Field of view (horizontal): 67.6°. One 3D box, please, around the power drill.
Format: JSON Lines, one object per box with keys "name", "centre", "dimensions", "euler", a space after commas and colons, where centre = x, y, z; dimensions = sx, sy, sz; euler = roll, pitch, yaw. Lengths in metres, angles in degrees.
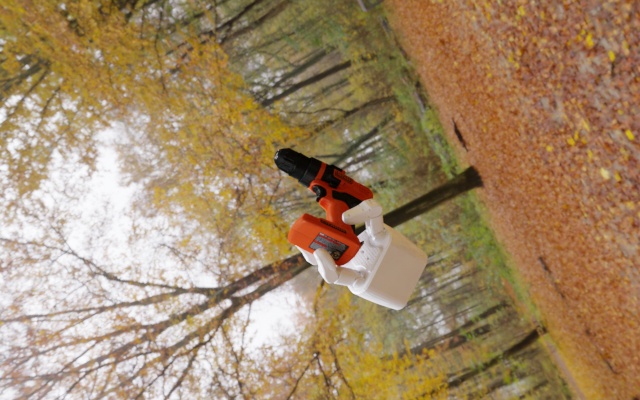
{"name": "power drill", "centre": [0.000, 0.003, 0.752], "dimensions": [0.184, 0.057, 0.187], "euler": [26, 35, -12]}
